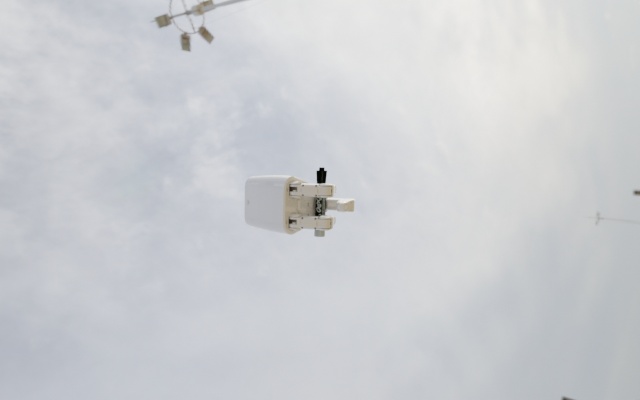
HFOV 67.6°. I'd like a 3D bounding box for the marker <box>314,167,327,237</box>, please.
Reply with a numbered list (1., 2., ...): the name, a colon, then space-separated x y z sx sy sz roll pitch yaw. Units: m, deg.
1. marker: 0.000 0.003 0.833 0.020 0.121 0.020 2 4 0
